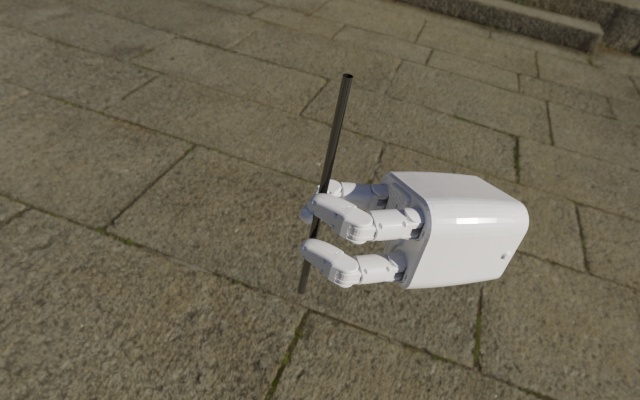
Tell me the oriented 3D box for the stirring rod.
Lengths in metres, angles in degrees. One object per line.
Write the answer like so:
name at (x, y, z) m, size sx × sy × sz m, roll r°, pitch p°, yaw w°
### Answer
stirring rod at (0.000, 0.001, 0.426) m, size 0.011 × 0.240 × 0.011 m, roll 8°, pitch 38°, yaw -6°
